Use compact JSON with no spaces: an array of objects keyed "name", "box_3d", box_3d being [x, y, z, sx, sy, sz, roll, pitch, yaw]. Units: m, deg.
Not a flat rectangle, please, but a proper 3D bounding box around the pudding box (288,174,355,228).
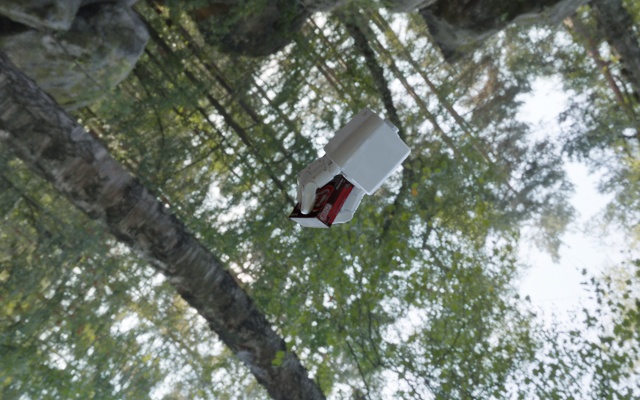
[{"name":"pudding box","box_3d":[0.000,0.003,0.843,0.039,0.090,0.113,39,-19,-19]}]
